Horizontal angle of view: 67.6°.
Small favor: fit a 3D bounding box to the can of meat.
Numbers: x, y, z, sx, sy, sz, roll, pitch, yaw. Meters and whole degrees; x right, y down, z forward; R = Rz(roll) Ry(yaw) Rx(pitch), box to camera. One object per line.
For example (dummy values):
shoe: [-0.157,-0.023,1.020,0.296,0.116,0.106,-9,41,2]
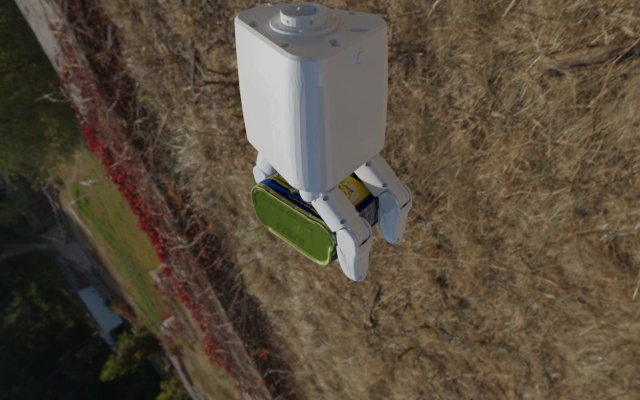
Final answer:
can of meat: [0.000,0.002,0.434,0.102,0.057,0.084,31,50,27]
